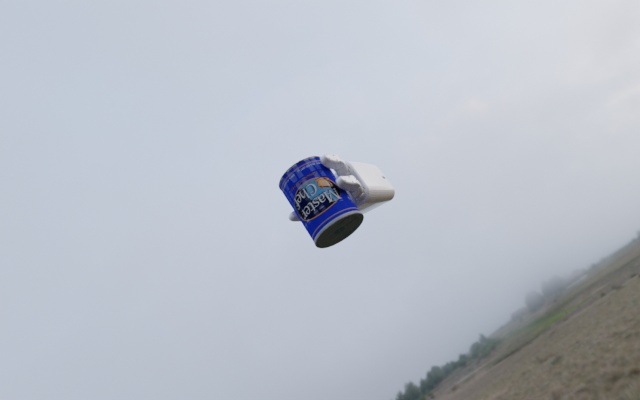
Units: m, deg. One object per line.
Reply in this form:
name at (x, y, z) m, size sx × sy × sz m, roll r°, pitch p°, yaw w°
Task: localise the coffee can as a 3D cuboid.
coffee can at (0.000, 0.003, 0.887) m, size 0.103 × 0.140 × 0.103 m, roll -27°, pitch -25°, yaw -14°
